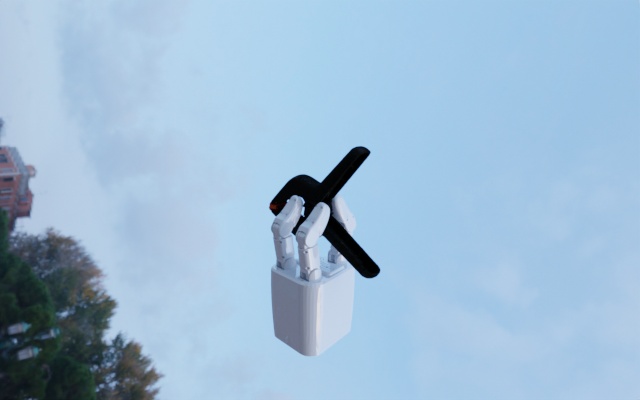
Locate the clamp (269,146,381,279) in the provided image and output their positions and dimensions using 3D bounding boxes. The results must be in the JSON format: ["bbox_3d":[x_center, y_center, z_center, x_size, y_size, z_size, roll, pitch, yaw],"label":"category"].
[{"bbox_3d":[0.000,0.002,0.649,0.036,0.164,0.210,-11,17,-39],"label":"clamp"}]
